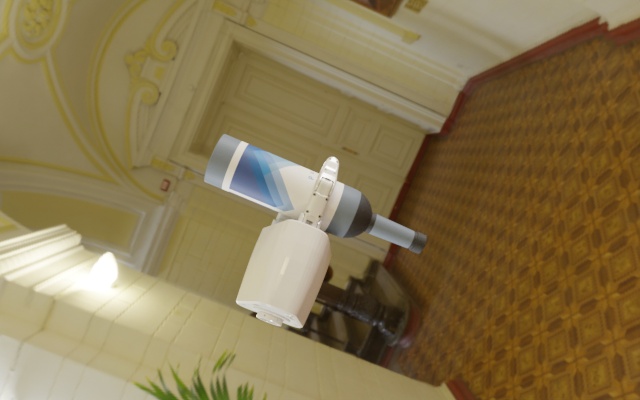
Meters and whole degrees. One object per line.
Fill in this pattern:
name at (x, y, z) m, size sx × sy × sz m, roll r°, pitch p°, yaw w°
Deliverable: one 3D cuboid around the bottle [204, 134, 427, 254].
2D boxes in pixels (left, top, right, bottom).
bottle at (0.000, 0.002, 0.623) m, size 0.296 × 0.069 × 0.069 m, roll 23°, pitch -2°, yaw -5°
